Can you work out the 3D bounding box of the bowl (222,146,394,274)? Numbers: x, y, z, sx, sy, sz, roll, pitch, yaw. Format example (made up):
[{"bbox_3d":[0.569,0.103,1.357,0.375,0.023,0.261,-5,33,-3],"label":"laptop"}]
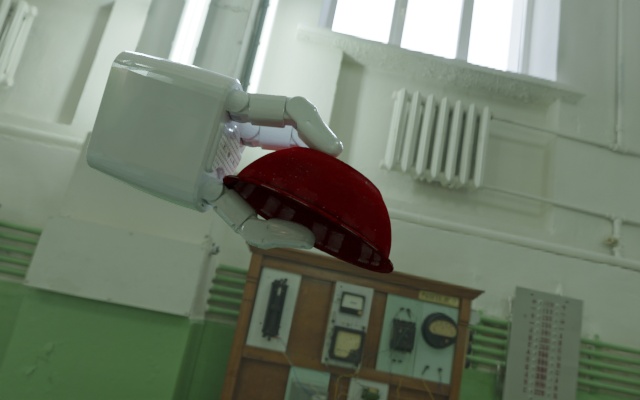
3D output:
[{"bbox_3d":[0.001,0.002,0.410,0.162,0.055,0.162,27,-13,7],"label":"bowl"}]
